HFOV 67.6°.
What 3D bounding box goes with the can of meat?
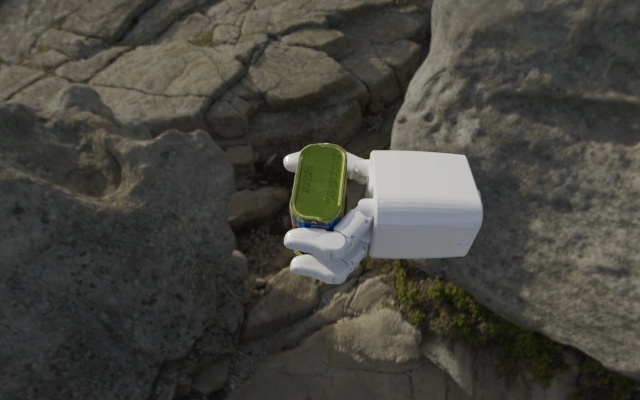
[{"bbox_3d":[0.000,0.001,0.513,0.057,0.102,0.084,5,-32,4],"label":"can of meat"}]
